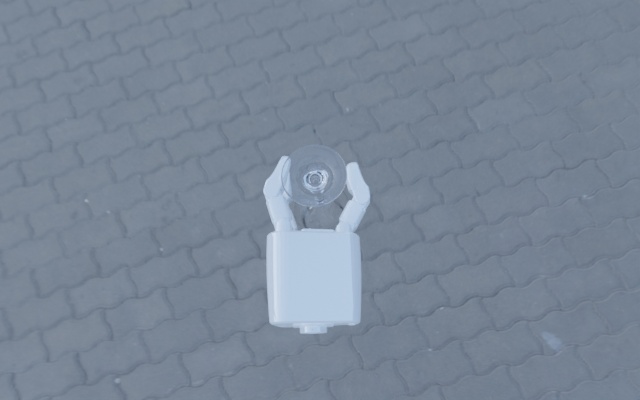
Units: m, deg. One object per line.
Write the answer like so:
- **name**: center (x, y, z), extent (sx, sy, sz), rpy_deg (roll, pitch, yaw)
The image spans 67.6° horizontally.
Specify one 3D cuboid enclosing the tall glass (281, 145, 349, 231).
- **tall glass**: center (0.000, 0.002, 0.627), extent (0.079, 0.079, 0.201), rpy_deg (0, -17, 5)
